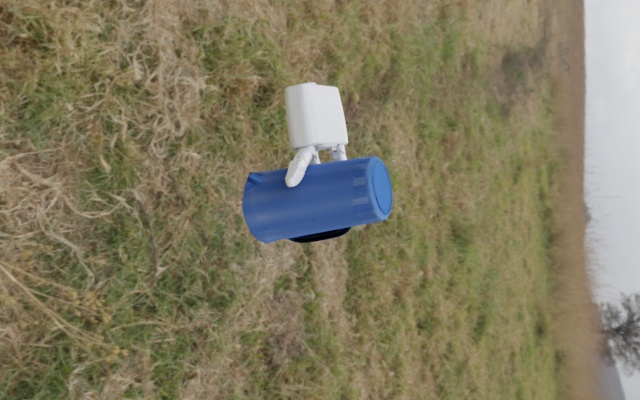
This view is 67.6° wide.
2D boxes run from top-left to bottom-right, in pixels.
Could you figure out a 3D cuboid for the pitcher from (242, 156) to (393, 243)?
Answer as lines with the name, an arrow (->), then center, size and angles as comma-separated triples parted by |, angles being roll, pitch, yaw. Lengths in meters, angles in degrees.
pitcher -> 0.000, 0.003, 0.840 | 0.243, 0.145, 0.149 | -9, -2, 26
